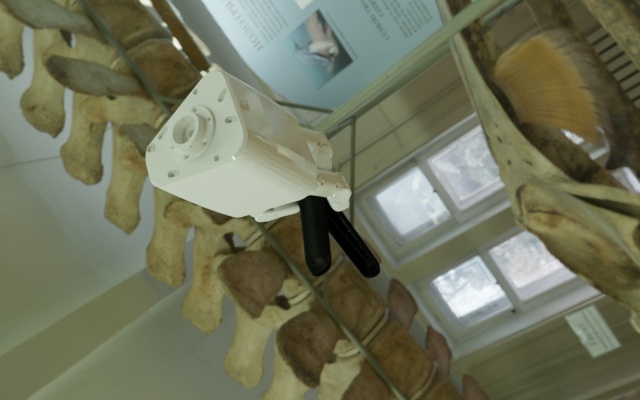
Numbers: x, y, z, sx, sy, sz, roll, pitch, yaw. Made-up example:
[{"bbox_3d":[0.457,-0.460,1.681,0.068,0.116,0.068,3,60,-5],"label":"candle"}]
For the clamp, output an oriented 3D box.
[{"bbox_3d":[-0.001,0.002,0.556,0.036,0.210,0.164,-31,-28,17],"label":"clamp"}]
